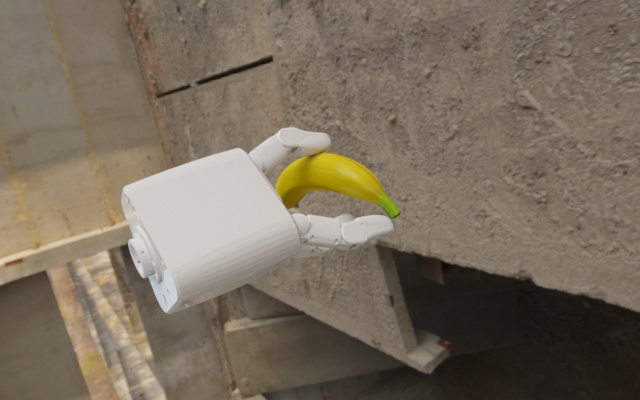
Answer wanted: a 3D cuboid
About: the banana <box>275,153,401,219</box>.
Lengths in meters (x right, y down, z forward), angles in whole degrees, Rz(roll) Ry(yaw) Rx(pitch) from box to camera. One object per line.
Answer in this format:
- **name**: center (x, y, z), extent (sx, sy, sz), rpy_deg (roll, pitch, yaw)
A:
- **banana**: center (-0.003, -0.016, 0.501), extent (0.037, 0.070, 0.198), rpy_deg (-24, 16, -32)
